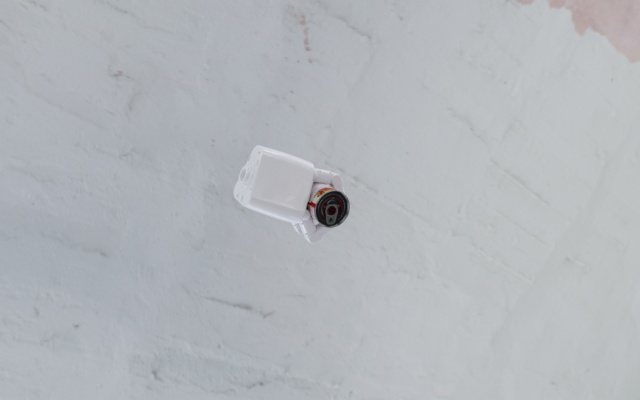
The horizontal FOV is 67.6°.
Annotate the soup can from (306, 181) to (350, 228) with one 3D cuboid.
[{"bbox_3d":[0.000,0.003,0.873,0.068,0.068,0.102,0,15,-26],"label":"soup can"}]
